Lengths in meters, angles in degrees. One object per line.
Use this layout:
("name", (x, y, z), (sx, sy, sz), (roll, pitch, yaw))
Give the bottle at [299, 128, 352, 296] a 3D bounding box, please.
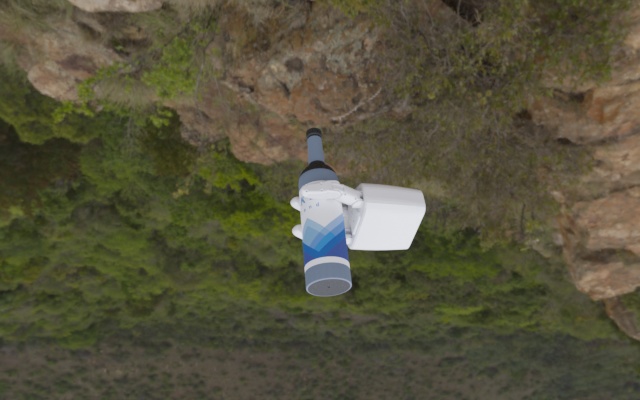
("bottle", (0.000, 0.003, 0.766), (0.069, 0.295, 0.069), (-4, -33, -3))
